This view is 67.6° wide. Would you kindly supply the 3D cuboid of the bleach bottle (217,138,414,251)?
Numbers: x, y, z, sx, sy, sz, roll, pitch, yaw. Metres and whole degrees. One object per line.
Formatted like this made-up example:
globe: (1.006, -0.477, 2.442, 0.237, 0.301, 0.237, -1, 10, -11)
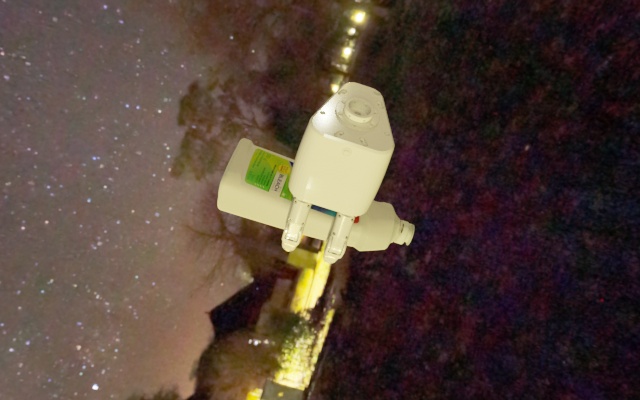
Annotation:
bleach bottle: (0.000, 0.002, 0.627, 0.251, 0.102, 0.068, 17, -42, -2)
